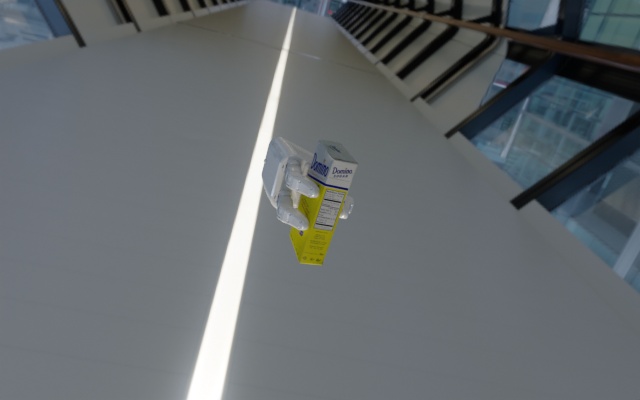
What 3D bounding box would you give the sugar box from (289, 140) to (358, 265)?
[{"bbox_3d":[0.000,0.002,0.740,0.048,0.176,0.093,8,22,-19],"label":"sugar box"}]
